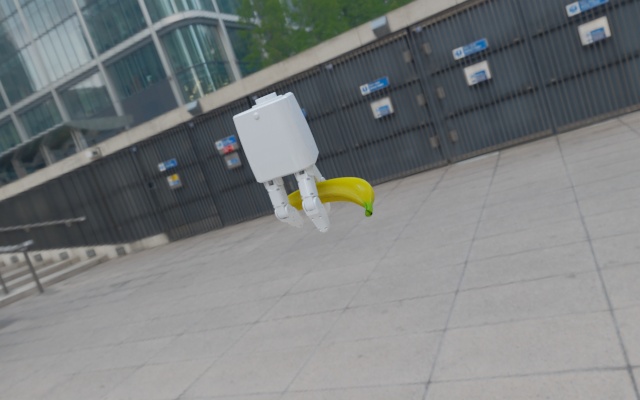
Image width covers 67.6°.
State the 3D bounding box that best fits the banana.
[{"bbox_3d":[0.014,-0.008,0.742,0.198,0.037,0.069,-1,31,45],"label":"banana"}]
